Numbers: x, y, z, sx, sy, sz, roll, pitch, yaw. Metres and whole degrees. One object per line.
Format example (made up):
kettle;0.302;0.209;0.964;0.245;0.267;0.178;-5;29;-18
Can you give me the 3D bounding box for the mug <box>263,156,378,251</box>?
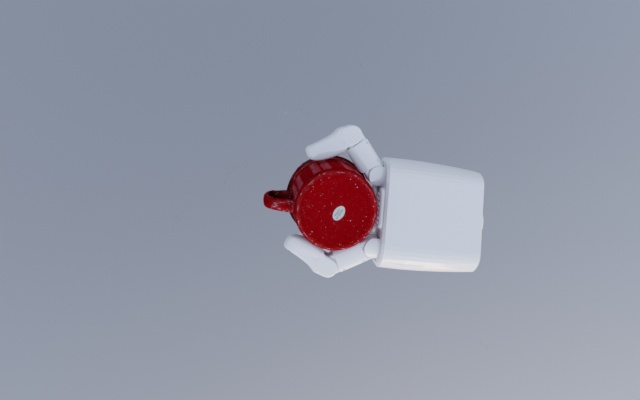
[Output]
mug;-0.001;0.001;0.490;0.117;0.093;0.081;5;10;-6
